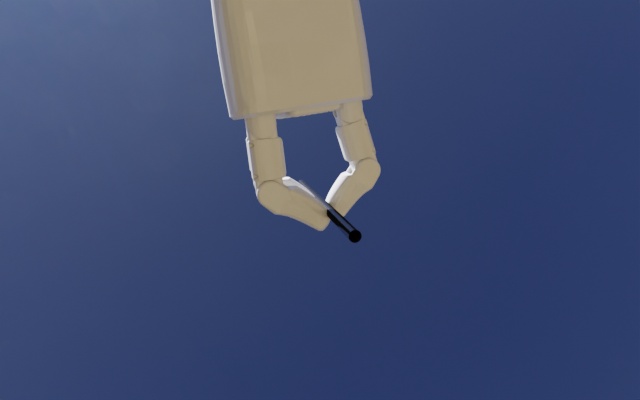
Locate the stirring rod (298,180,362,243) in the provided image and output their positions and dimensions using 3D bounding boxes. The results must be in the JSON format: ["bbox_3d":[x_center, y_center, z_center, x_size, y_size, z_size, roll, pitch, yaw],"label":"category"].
[{"bbox_3d":[0.000,0.001,0.402,0.011,0.011,0.239,0,10,-10],"label":"stirring rod"}]
